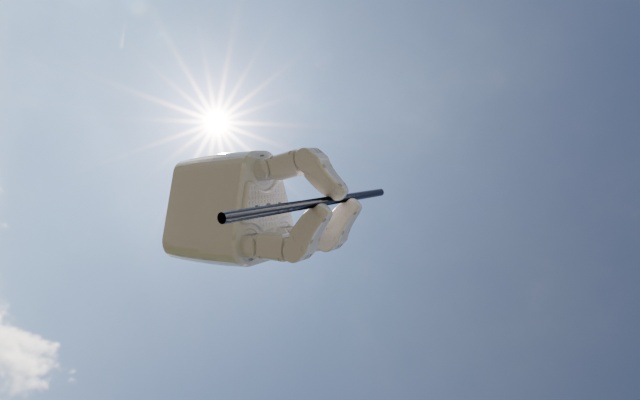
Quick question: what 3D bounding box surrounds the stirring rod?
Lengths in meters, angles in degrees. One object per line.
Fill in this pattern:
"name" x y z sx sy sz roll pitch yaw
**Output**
"stirring rod" 0.000 0.001 0.412 0.011 0.011 0.239 0 5 33
